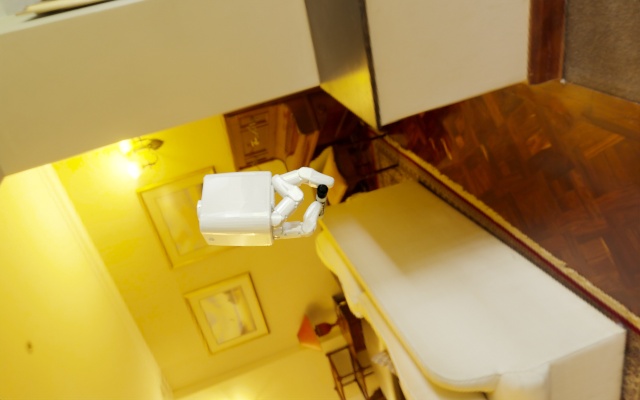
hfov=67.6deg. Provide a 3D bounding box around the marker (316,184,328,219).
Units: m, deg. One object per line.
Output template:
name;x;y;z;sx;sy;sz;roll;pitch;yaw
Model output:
marker;0.000;0.003;0.808;0.020;0.020;0.121;0;-22;-3
